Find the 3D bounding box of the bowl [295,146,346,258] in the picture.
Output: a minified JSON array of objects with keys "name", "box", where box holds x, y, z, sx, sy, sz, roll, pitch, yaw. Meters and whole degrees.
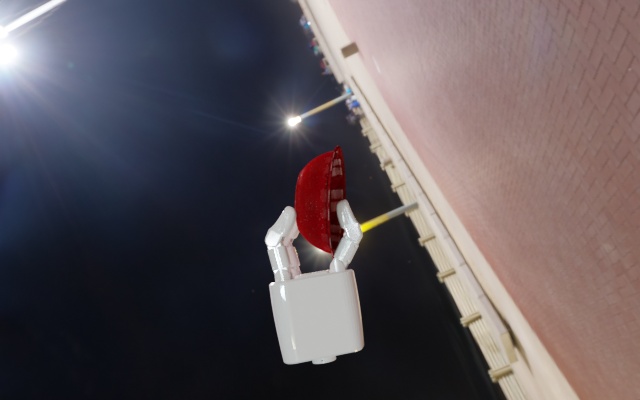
[{"name":"bowl","box":[0.000,0.001,0.683,0.055,0.162,0.162,2,0,10]}]
